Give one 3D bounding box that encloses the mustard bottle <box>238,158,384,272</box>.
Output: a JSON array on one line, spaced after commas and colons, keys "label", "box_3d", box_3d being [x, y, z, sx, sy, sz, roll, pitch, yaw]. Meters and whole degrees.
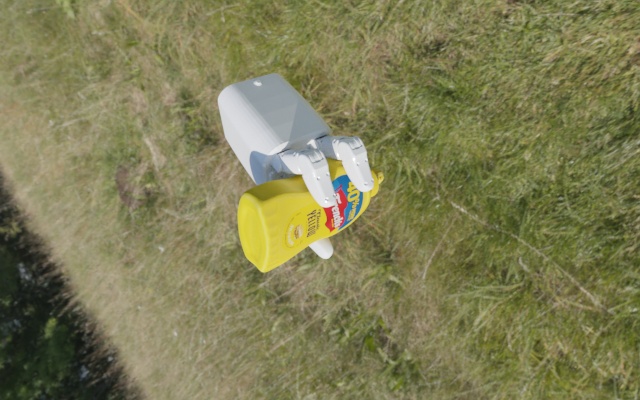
[{"label": "mustard bottle", "box_3d": [0.000, 0.002, 0.544, 0.191, 0.096, 0.058, -26, 43, -34]}]
